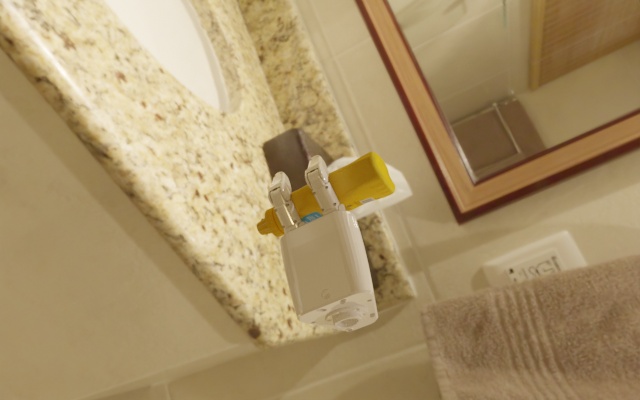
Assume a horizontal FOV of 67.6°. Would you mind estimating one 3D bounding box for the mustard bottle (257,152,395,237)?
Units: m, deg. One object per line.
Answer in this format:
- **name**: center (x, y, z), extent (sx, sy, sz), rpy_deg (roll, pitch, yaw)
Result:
- **mustard bottle**: center (0.000, 0.002, 0.635), extent (0.191, 0.058, 0.096), rpy_deg (-25, -12, 15)
